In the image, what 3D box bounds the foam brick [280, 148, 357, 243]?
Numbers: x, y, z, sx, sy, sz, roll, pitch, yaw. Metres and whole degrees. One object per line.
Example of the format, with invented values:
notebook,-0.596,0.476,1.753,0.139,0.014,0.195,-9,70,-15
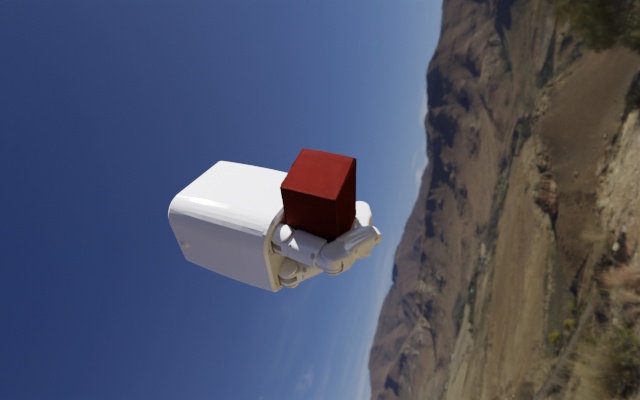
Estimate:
foam brick,0.000,0.001,0.426,0.051,0.053,0.078,15,-39,16
